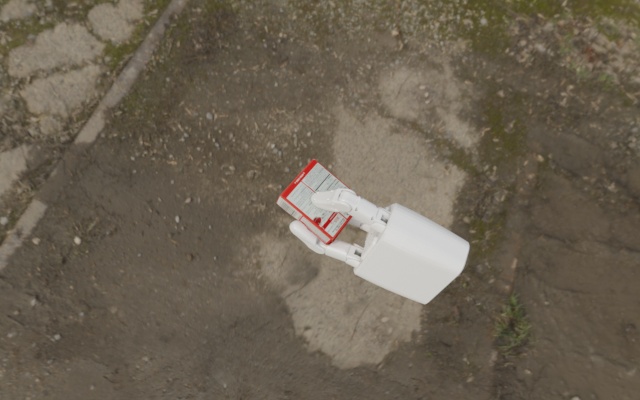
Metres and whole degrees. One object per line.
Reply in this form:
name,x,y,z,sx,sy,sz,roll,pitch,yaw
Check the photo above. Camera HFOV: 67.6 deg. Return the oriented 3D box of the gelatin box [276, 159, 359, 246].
gelatin box,0.000,0.002,0.617,0.089,0.073,0.030,40,-26,0
